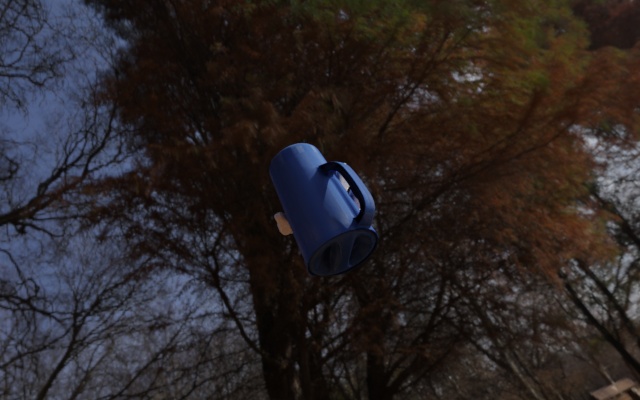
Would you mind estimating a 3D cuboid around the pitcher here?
[{"bbox_3d":[0.000,0.003,0.867,0.149,0.242,0.145,-27,-35,-3],"label":"pitcher"}]
